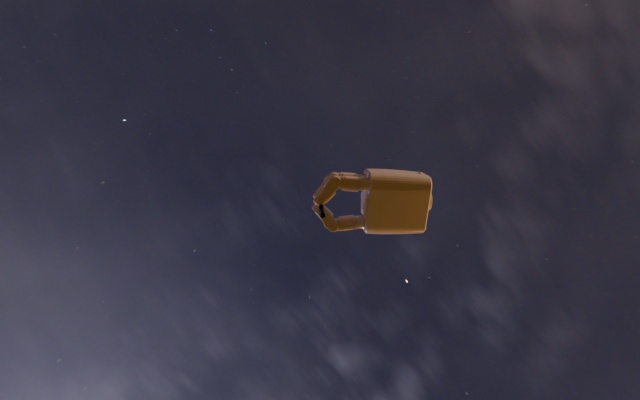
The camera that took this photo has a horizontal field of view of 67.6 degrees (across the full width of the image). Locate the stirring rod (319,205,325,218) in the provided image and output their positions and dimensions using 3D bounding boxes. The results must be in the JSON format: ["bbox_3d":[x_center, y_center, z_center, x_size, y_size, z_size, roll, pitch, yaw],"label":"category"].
[{"bbox_3d":[0.000,0.003,0.846,0.011,0.011,0.239,0,10,-2],"label":"stirring rod"}]
